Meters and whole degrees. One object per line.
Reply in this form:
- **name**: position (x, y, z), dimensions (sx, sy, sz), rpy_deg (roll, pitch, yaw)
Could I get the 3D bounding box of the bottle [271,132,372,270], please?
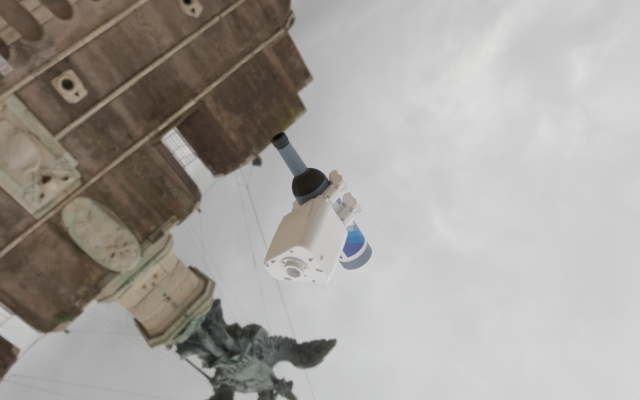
- **bottle**: position (0.000, 0.003, 0.851), dimensions (0.069, 0.296, 0.069), rpy_deg (-24, 31, 16)
